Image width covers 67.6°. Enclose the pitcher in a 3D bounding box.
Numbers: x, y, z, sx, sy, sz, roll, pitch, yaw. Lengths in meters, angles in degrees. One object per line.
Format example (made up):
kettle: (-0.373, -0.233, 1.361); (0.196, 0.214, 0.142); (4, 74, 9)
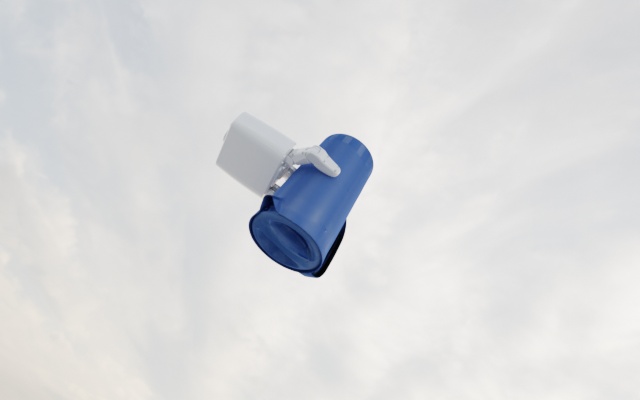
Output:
pitcher: (0.000, 0.003, 0.816); (0.145, 0.242, 0.149); (33, -37, 4)
